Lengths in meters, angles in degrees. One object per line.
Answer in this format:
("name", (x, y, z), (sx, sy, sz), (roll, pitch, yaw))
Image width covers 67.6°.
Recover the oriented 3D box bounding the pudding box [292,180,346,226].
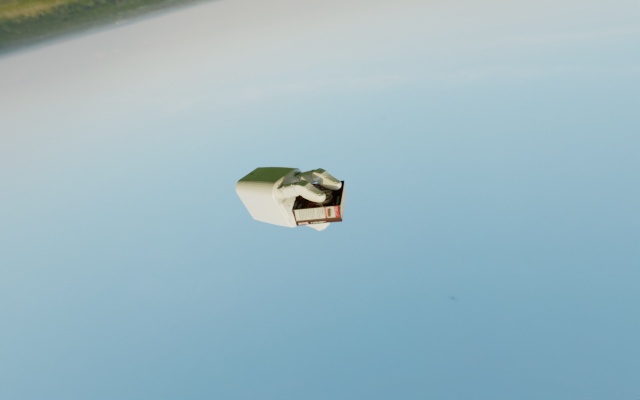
("pudding box", (0.000, 0.003, 0.897), (0.090, 0.039, 0.113), (-7, 27, 10))
